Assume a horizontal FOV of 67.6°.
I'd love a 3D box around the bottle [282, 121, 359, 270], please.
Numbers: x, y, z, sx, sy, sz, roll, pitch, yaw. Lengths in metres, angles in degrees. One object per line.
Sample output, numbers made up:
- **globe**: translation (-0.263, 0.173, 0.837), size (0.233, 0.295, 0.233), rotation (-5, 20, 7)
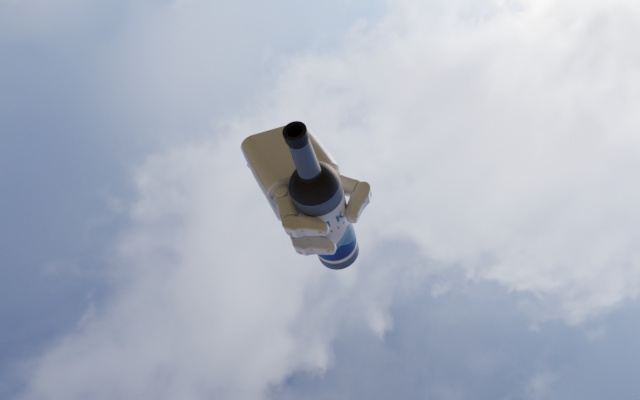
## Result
- **bottle**: translation (0.000, 0.002, 0.635), size (0.069, 0.069, 0.296), rotation (0, -32, 13)
